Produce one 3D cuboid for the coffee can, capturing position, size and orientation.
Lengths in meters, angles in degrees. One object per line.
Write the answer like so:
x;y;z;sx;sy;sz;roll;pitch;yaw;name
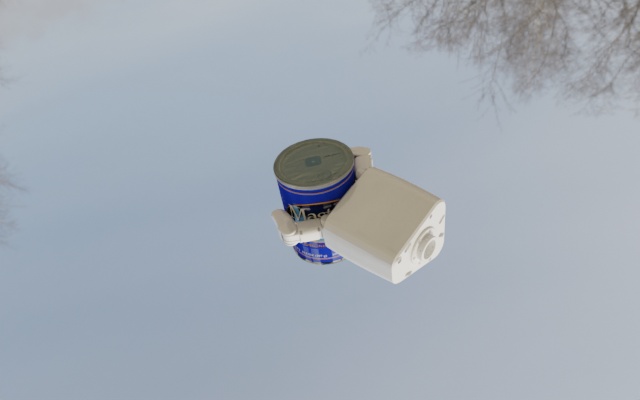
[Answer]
0.000;0.002;0.645;0.103;0.140;0.102;-6;40;5;coffee can
